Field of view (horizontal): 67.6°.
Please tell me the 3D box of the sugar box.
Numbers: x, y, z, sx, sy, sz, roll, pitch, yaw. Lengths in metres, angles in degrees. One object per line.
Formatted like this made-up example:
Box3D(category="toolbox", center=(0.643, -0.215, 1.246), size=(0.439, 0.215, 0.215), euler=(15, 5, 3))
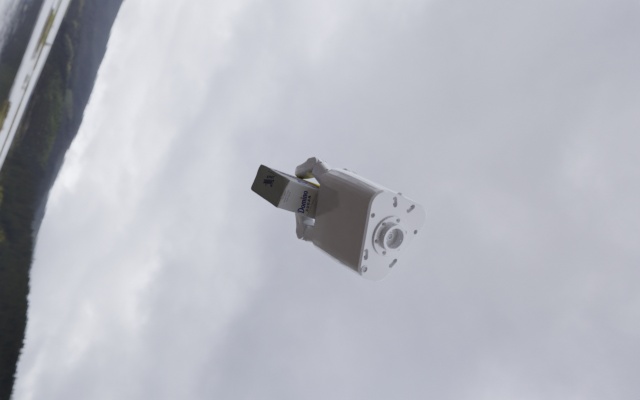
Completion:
Box3D(category="sugar box", center=(0.000, 0.002, 0.671), size=(0.176, 0.048, 0.093), euler=(22, 4, -34))
